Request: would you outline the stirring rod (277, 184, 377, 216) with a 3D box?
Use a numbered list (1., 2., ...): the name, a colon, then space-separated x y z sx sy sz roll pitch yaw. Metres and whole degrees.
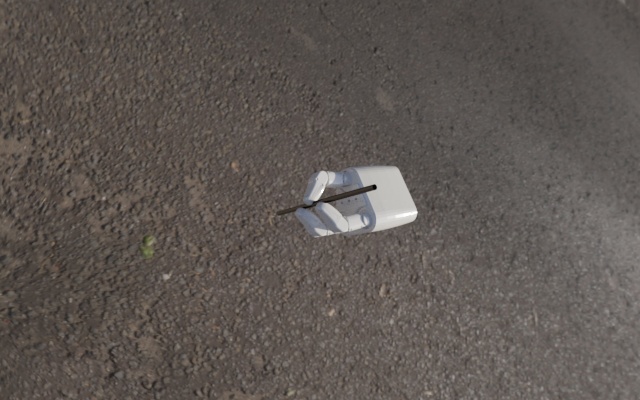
1. stirring rod: 0.000 0.002 0.718 0.011 0.011 0.239 0 -10 -37
